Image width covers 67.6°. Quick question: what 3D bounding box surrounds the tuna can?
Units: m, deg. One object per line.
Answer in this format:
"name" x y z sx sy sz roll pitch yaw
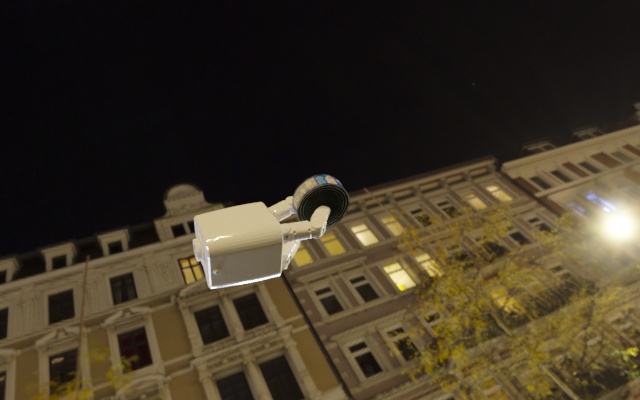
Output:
"tuna can" 0.000 0.002 0.744 0.086 0.086 0.033 0 35 -24
